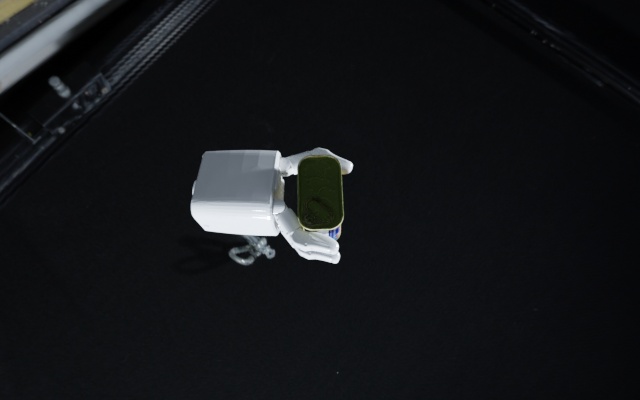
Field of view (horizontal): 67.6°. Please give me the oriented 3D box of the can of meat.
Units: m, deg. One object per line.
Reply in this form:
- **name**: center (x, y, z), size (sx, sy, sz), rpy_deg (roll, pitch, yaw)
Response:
- **can of meat**: center (0.000, 0.002, 0.643), size (0.057, 0.102, 0.084), rpy_deg (-2, -20, 0)
